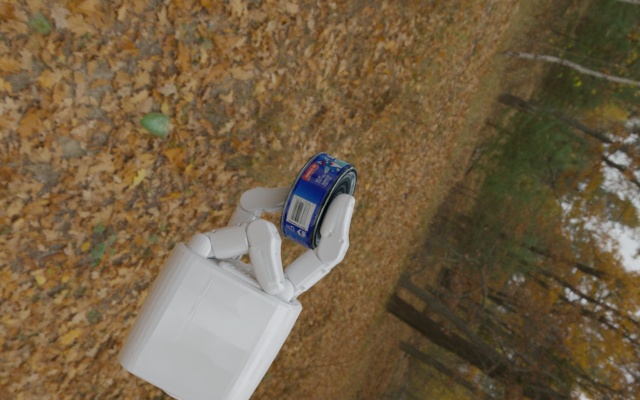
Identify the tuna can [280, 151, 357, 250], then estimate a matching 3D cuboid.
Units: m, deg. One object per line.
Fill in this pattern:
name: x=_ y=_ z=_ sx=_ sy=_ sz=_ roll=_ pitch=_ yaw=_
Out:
tuna can: x=0.001 y=0.002 z=0.433 sx=0.033 sy=0.086 sz=0.086 roll=25 pitch=8 yaw=17
